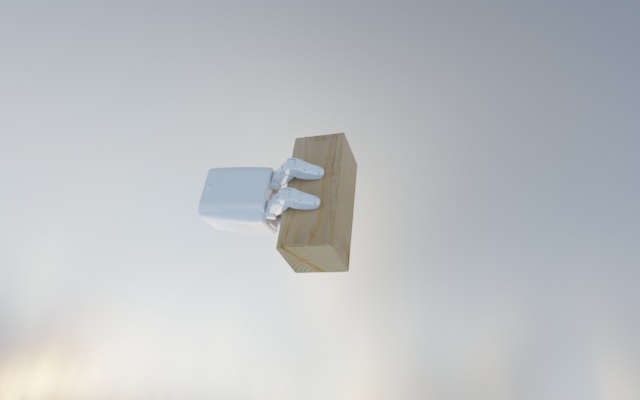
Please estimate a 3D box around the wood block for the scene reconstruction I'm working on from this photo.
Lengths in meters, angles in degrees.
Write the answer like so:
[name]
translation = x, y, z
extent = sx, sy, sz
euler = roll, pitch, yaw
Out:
[wood block]
translation = 0.000, 0.003, 0.762
extent = 0.090, 0.206, 0.091
euler = -4, -34, 18
